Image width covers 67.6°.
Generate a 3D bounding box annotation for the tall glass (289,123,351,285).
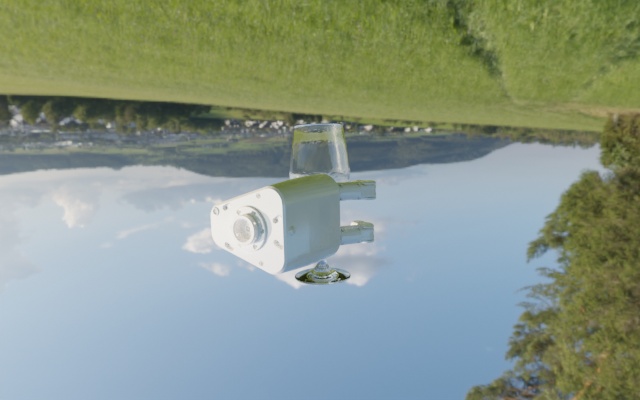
[{"bbox_3d":[0.000,0.003,0.618,0.079,0.201,0.079,-1,8,0],"label":"tall glass"}]
